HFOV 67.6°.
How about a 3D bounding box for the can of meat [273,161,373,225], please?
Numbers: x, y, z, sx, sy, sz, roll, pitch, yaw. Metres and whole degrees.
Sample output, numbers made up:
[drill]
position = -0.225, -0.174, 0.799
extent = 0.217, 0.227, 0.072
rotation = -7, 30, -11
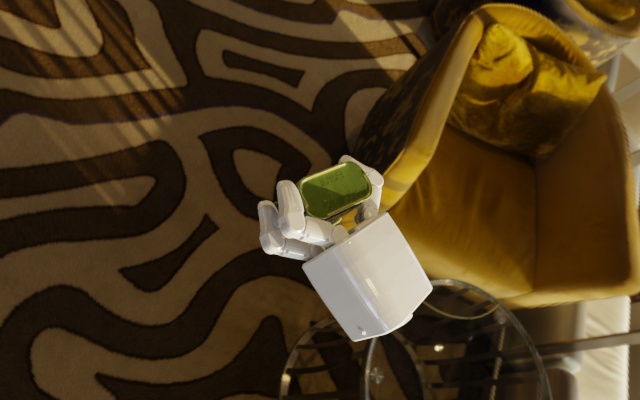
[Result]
[can of meat]
position = 0.000, 0.002, 0.559
extent = 0.102, 0.057, 0.084
rotation = -24, -8, -34
